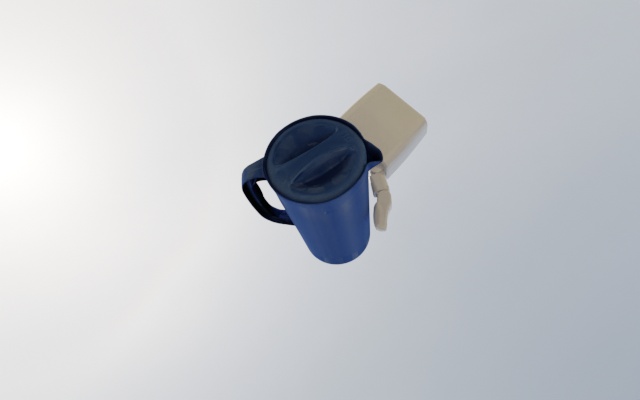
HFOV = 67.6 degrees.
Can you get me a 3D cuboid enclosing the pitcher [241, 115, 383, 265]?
[{"bbox_3d":[0.000,0.002,0.690,0.149,0.145,0.243,33,-19,25],"label":"pitcher"}]
